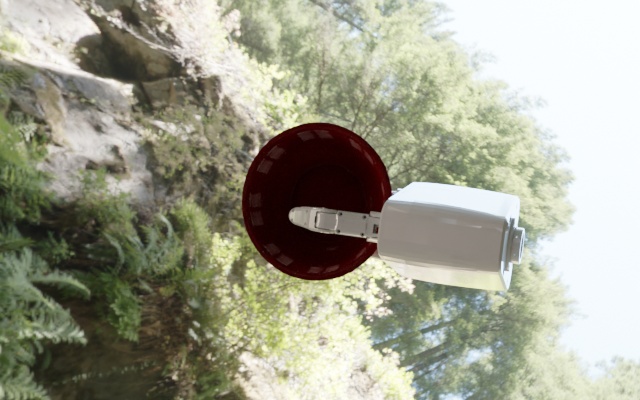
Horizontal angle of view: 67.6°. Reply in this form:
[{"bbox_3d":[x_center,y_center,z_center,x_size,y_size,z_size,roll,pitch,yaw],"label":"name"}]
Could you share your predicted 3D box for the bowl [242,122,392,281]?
[{"bbox_3d":[-0.001,0.001,0.510,0.162,0.162,0.055,0,-2,17],"label":"bowl"}]
